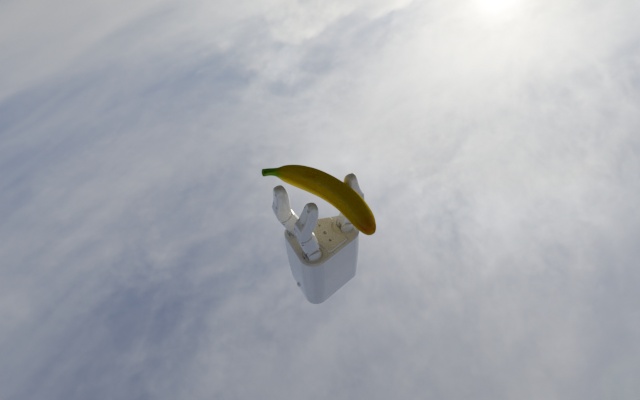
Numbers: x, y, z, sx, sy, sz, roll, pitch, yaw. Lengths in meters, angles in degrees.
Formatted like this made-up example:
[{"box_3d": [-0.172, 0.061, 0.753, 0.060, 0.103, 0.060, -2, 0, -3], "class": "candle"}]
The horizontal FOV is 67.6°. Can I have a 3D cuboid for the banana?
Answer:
[{"box_3d": [0.009, -0.008, 0.684, 0.197, 0.037, 0.069, 27, 45, 28], "class": "banana"}]
